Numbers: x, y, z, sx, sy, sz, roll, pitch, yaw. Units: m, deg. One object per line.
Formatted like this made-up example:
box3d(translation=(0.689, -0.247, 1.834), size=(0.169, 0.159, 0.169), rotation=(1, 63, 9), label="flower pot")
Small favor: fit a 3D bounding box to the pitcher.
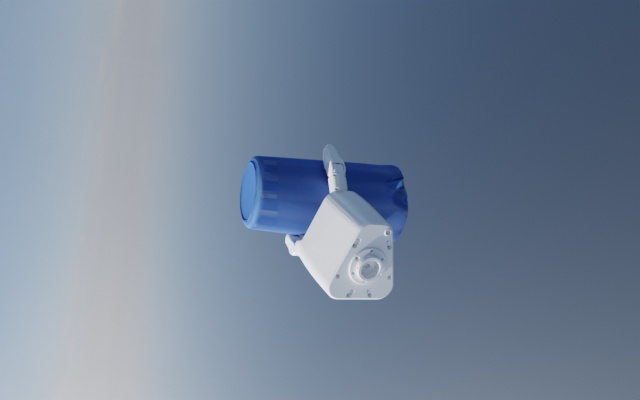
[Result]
box3d(translation=(0.000, 0.002, 0.750), size=(0.243, 0.149, 0.145), rotation=(5, 21, -23), label="pitcher")
